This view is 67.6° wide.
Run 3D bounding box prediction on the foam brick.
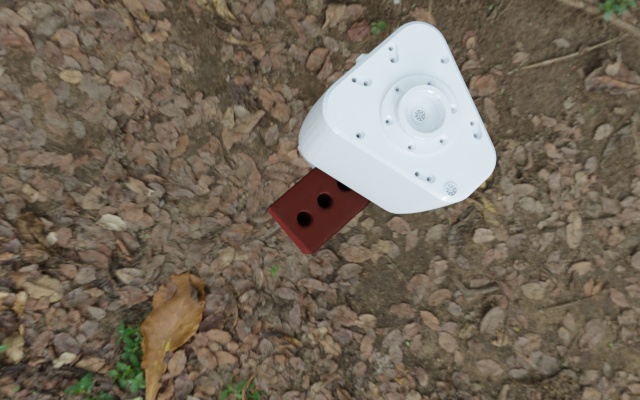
[{"bbox_3d":[0.000,0.002,0.405,0.078,0.053,0.051,-42,4,-8],"label":"foam brick"}]
